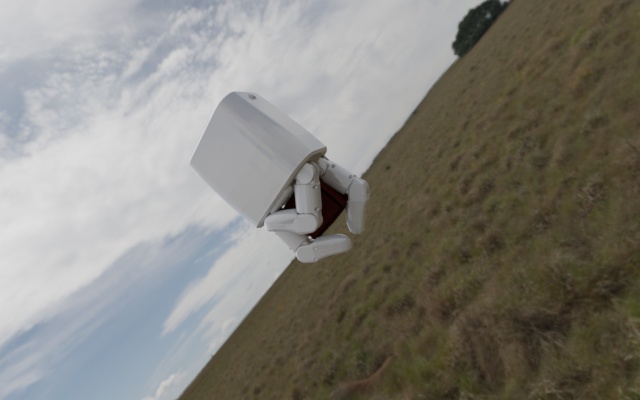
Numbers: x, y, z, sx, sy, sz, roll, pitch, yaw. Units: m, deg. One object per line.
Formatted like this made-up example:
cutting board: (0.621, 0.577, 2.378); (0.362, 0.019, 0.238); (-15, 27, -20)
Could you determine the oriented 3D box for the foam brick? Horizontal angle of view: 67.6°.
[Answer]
foam brick: (0.000, 0.002, 0.545); (0.051, 0.053, 0.078); (40, 17, 4)
